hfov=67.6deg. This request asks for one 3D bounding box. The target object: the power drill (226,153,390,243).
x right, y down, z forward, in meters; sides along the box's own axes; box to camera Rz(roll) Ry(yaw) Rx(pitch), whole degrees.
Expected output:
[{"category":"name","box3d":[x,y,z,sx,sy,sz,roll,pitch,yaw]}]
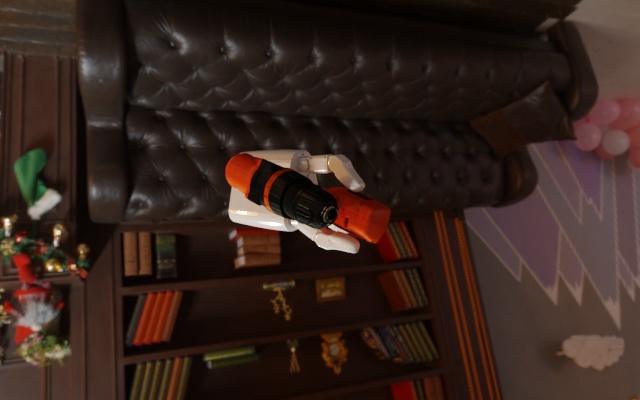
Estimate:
[{"category":"power drill","box3d":[0.000,0.002,0.576,0.188,0.057,0.184,21,5,-44]}]
